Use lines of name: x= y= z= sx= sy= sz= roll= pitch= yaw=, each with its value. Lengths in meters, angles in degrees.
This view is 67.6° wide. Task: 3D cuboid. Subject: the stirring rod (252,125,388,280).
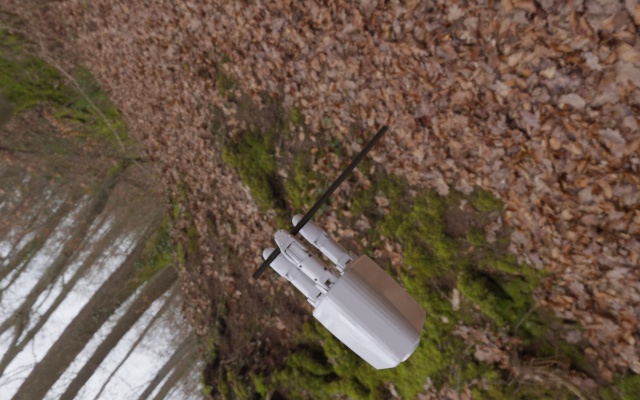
stirring rod: x=0.000 y=0.002 z=0.573 sx=0.011 sy=0.239 sz=0.011 roll=41 pitch=-2 yaw=2
